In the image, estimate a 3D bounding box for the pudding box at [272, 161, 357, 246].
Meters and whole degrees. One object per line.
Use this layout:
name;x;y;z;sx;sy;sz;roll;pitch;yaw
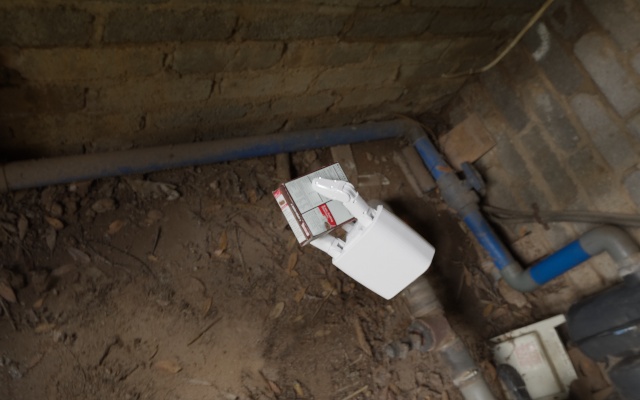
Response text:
pudding box;0.000;0.002;0.694;0.113;0.090;0.039;-24;-9;-38
